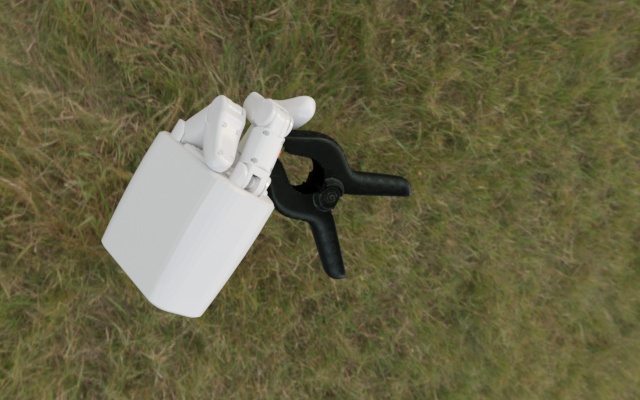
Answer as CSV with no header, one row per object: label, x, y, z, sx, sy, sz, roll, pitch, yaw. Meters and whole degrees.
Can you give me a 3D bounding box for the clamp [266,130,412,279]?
clamp,0.000,0.001,0.431,0.171,0.120,0.039,29,-1,-33
